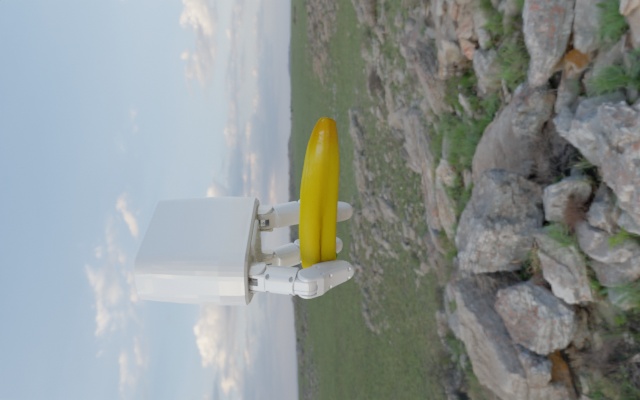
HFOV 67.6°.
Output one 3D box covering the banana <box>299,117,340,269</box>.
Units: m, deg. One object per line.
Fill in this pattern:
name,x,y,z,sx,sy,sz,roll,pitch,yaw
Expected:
banana,-0.001,0.017,0.463,0.037,0.198,0.069,3,45,3
